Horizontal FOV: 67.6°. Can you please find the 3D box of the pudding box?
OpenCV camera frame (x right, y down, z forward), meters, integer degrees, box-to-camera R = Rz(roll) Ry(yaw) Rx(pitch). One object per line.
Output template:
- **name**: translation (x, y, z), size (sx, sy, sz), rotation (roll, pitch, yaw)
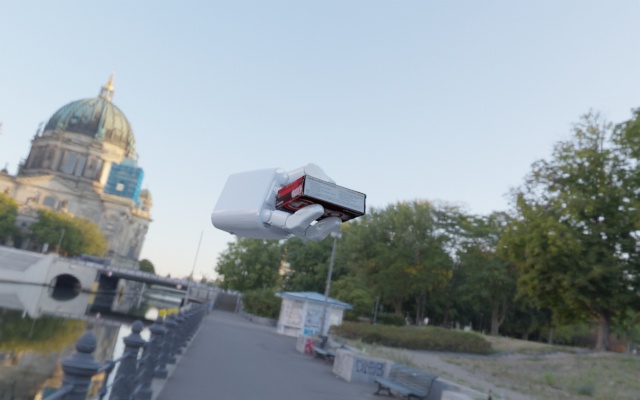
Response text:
- **pudding box**: translation (0.000, 0.002, 0.731), size (0.113, 0.039, 0.090), rotation (15, -20, -27)
